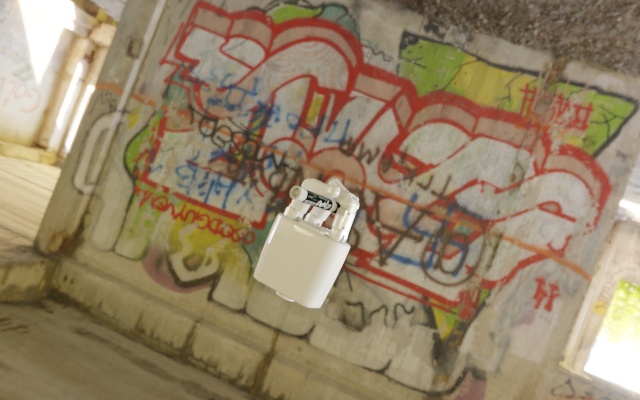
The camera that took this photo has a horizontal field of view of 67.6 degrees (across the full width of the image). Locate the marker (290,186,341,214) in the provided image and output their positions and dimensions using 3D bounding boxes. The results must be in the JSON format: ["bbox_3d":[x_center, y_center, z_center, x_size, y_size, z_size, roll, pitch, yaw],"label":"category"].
[{"bbox_3d":[0.000,0.002,0.676,0.020,0.020,0.121,0,-12,35],"label":"marker"}]
